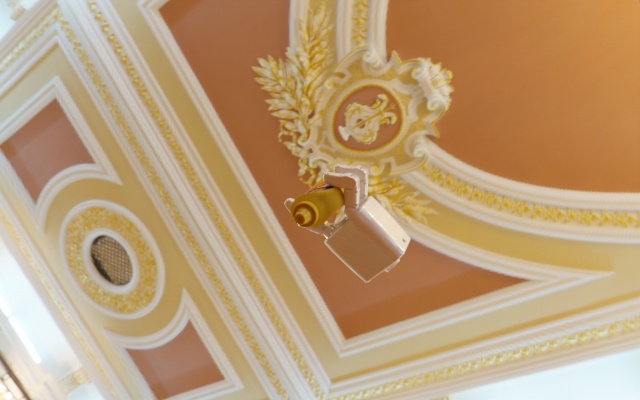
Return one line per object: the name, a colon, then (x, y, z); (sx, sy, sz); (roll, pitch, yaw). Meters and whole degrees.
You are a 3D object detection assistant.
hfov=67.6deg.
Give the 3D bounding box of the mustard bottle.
mustard bottle: (0.000, 0.002, 0.820); (0.096, 0.058, 0.191); (-18, 10, 25)
